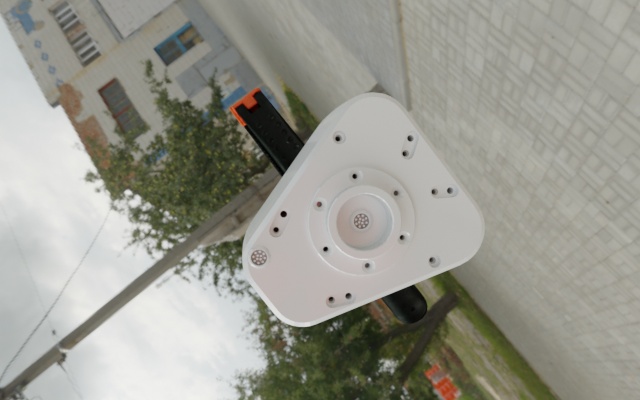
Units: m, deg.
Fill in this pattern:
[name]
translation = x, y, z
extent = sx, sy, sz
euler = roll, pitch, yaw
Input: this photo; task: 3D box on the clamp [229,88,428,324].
[clamp]
translation = -0.001, 0.001, 0.407
extent = 0.036, 0.210, 0.164
euler = -38, 4, -5
